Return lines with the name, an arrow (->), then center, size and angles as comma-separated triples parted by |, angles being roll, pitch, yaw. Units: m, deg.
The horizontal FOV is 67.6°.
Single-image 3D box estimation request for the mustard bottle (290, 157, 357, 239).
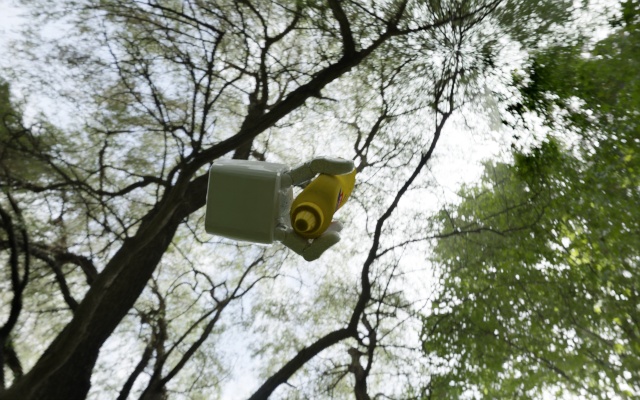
mustard bottle -> 0.000, 0.002, 0.675 | 0.058, 0.096, 0.191 | 30, 22, 5
